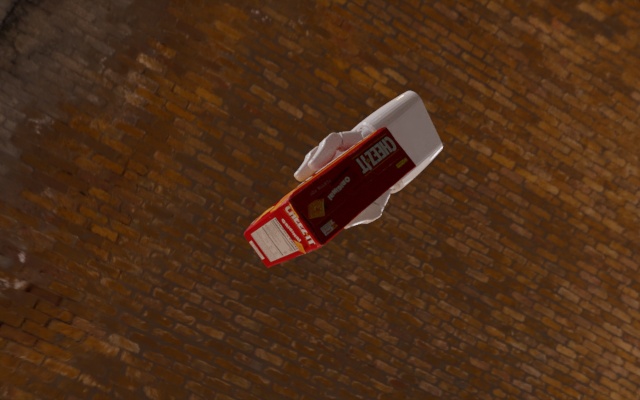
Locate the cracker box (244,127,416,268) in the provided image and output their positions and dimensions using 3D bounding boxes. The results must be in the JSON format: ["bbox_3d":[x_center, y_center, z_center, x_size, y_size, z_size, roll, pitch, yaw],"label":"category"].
[{"bbox_3d":[0.000,0.002,0.630,0.164,0.072,0.214,-39,3,-26],"label":"cracker box"}]
